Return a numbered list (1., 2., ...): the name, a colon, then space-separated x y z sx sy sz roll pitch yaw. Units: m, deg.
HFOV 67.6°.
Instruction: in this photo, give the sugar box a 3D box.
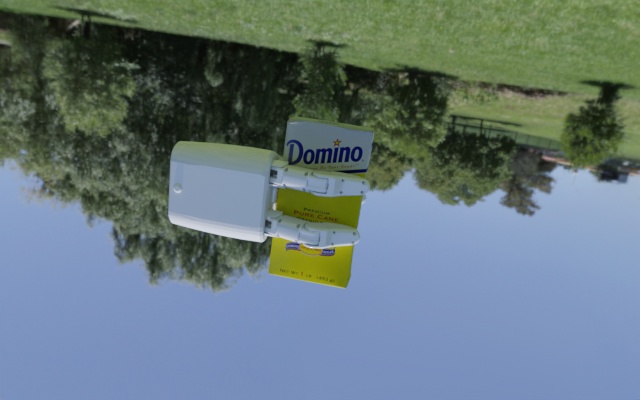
1. sugar box: 0.000 0.002 0.527 0.093 0.176 0.048 9 16 6
